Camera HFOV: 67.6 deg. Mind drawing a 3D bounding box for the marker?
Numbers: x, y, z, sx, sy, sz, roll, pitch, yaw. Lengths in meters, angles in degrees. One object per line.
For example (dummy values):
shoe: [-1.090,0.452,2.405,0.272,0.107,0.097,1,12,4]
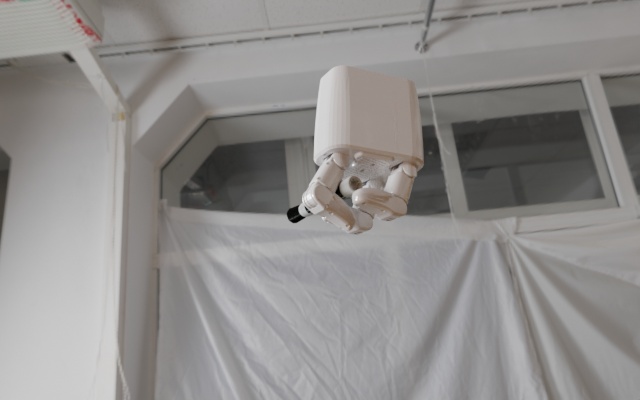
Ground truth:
marker: [0.000,0.002,0.517,0.020,0.020,0.121,0,-17,-37]
